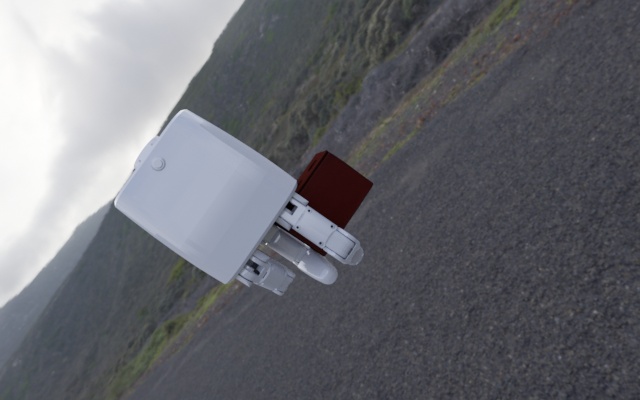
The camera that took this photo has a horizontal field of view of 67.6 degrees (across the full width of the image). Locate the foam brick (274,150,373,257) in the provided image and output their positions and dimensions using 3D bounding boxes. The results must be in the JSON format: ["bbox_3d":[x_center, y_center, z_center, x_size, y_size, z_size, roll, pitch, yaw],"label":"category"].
[{"bbox_3d":[0.000,0.001,0.421,0.051,0.078,0.053,35,-4,-9],"label":"foam brick"}]
